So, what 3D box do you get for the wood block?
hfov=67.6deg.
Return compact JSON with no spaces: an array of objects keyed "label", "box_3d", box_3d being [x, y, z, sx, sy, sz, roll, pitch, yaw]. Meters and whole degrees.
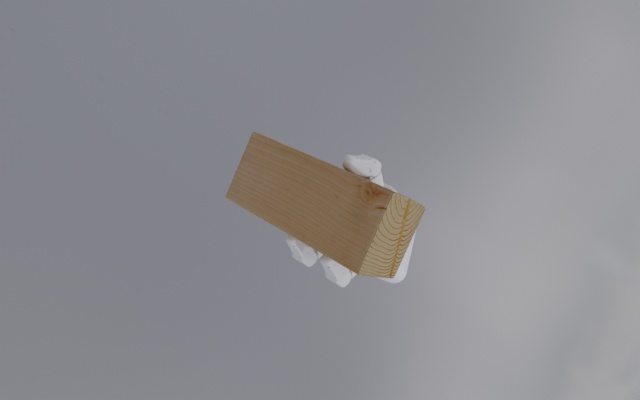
[{"label":"wood block","box_3d":[0.001,0.002,0.553,0.206,0.091,0.090,26,4,34]}]
